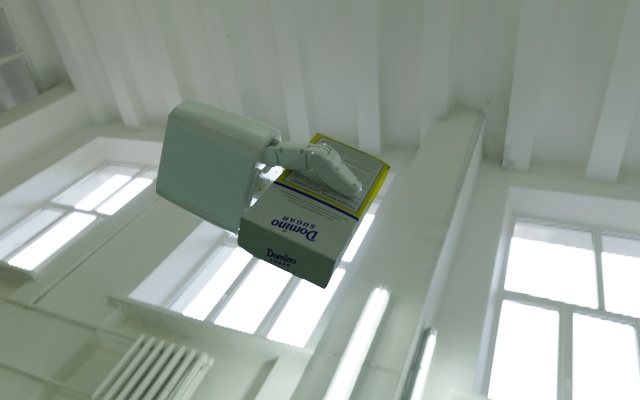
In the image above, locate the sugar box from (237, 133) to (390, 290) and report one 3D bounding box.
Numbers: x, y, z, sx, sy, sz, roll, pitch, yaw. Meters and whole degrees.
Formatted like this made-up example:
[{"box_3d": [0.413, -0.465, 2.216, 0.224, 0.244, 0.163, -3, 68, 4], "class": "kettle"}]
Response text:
[{"box_3d": [0.000, 0.002, 0.478, 0.093, 0.048, 0.176, 25, 41, 10], "class": "sugar box"}]
